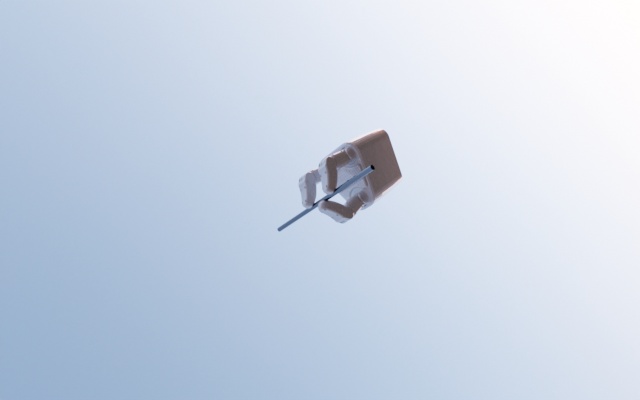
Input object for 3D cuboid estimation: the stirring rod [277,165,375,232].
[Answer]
[{"bbox_3d":[0.000,0.002,0.739,0.011,0.011,0.239,0,-23,-40],"label":"stirring rod"}]
